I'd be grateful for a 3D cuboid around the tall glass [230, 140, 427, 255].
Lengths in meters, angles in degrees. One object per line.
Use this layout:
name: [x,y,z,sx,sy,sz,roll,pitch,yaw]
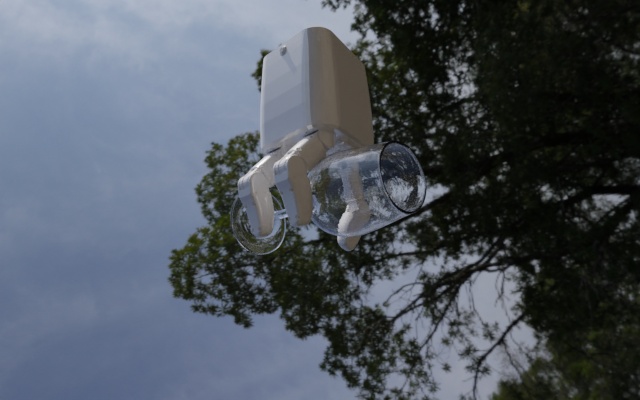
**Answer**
tall glass: [0.000,0.002,0.457,0.079,0.079,0.201,0,-12,-44]
